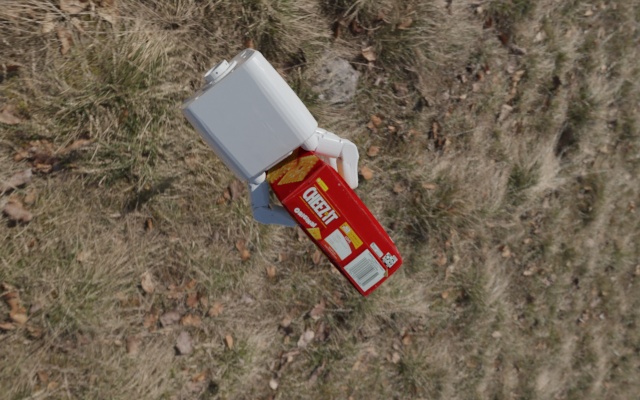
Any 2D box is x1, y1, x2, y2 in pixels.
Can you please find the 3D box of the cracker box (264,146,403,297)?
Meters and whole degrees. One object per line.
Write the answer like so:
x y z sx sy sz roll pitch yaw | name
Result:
0.000 0.002 0.611 0.072 0.164 0.213 -40 26 0 | cracker box
